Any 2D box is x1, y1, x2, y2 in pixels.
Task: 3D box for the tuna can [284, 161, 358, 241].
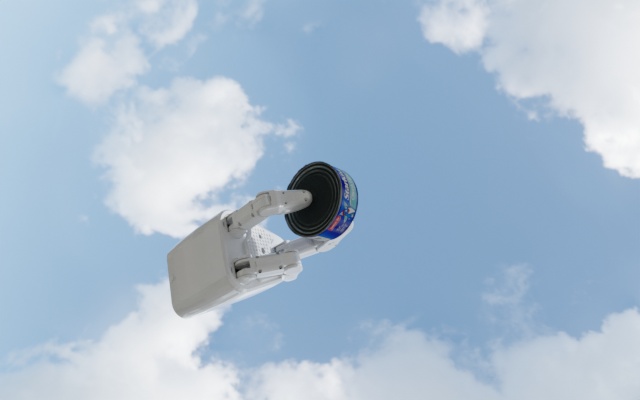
[{"bbox_3d":[0.001,0.002,0.533,0.086,0.086,0.034,0,-13,43],"label":"tuna can"}]
